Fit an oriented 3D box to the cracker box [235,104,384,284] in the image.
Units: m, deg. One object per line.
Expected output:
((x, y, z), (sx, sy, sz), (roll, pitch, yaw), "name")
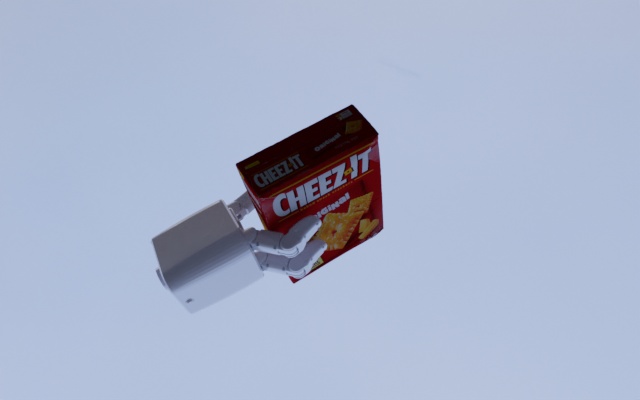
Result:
((0.000, 0.002, 0.636), (0.164, 0.072, 0.214), (-29, -35, -12), "cracker box")
